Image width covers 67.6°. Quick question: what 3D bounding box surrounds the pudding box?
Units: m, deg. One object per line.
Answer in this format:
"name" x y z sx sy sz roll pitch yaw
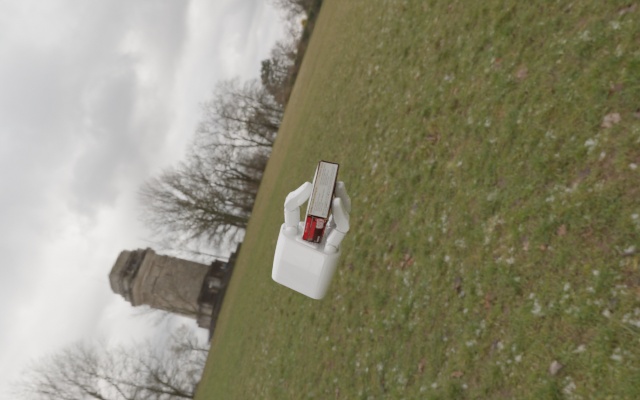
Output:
"pudding box" 0.000 0.003 0.801 0.039 0.113 0.090 12 -31 -3
